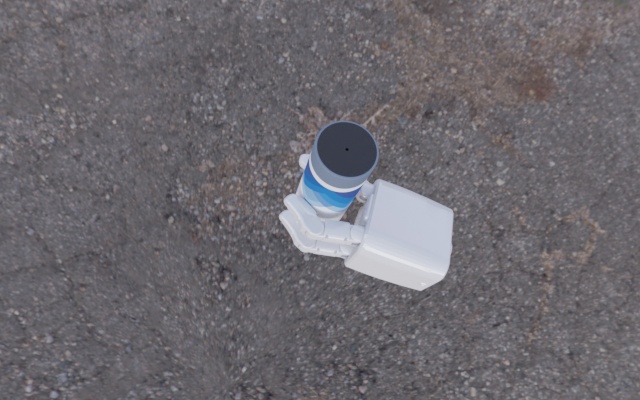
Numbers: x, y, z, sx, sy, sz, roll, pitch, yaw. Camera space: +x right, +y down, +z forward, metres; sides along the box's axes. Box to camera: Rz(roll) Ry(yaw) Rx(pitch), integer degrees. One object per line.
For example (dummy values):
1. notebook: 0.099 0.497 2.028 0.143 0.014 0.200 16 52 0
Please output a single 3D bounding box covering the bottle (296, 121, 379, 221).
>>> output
1. bottle: 0.000 0.002 0.612 0.069 0.069 0.296 0 -21 -11
